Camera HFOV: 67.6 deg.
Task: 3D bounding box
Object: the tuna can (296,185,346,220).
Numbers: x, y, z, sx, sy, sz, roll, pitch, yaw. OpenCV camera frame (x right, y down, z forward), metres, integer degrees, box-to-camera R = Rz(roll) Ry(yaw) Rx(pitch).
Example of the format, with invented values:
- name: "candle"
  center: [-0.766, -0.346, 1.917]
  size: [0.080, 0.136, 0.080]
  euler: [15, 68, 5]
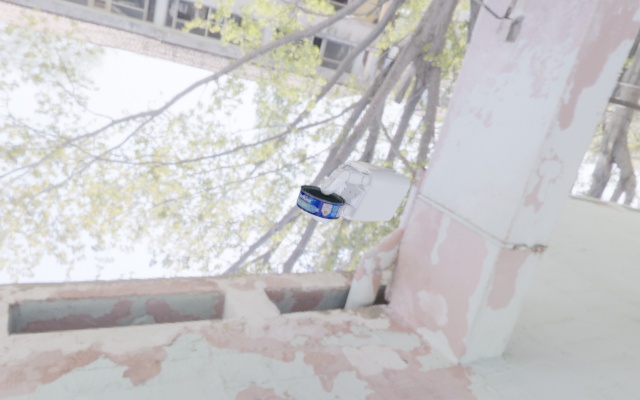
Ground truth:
- name: "tuna can"
  center: [0.000, 0.003, 0.861]
  size: [0.086, 0.034, 0.086]
  euler: [18, 14, -5]
